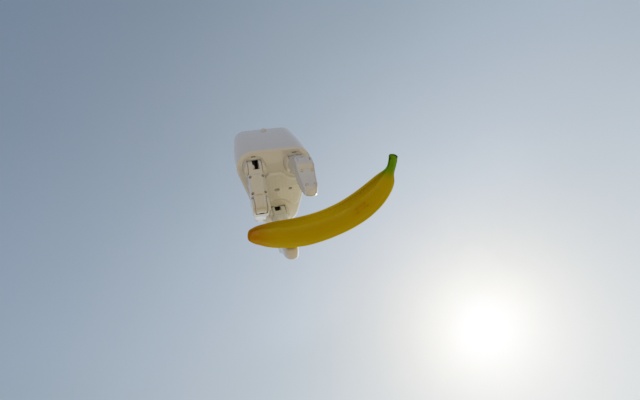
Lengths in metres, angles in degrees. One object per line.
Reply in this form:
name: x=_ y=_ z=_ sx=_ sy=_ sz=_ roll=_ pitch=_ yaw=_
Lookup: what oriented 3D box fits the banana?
banana: x=0.011 y=0.014 z=0.572 sx=0.198 sy=0.070 sz=0.037 roll=-30 pitch=29 yaw=0
